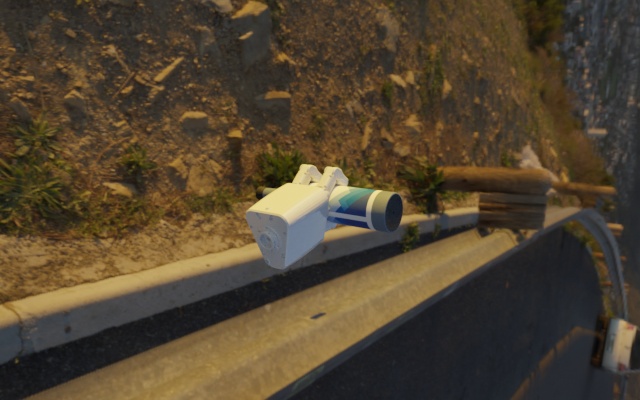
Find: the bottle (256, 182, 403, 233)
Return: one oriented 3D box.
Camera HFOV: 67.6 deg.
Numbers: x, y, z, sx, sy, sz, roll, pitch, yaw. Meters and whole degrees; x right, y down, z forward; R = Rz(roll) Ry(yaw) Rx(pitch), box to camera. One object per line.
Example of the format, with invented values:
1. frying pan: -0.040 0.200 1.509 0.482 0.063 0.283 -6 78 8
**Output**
1. bottle: 0.000 0.003 0.858 0.295 0.069 0.069 8 5 35
